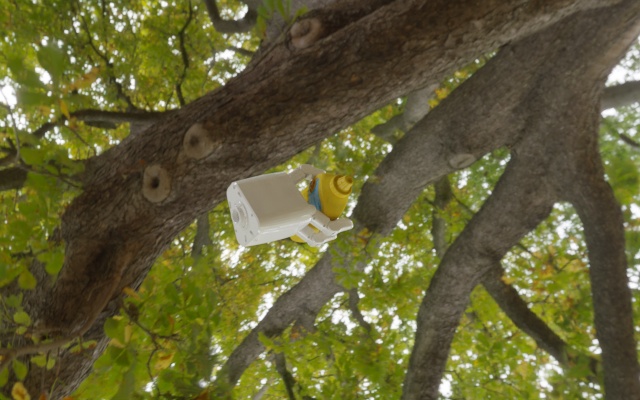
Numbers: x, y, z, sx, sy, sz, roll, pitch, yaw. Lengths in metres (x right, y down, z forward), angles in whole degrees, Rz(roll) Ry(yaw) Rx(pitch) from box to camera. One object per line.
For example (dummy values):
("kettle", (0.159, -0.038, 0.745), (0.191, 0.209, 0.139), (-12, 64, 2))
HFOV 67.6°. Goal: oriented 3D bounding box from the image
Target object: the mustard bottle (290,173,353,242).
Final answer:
("mustard bottle", (0.000, 0.003, 0.891), (0.058, 0.096, 0.192), (12, -30, -28))
